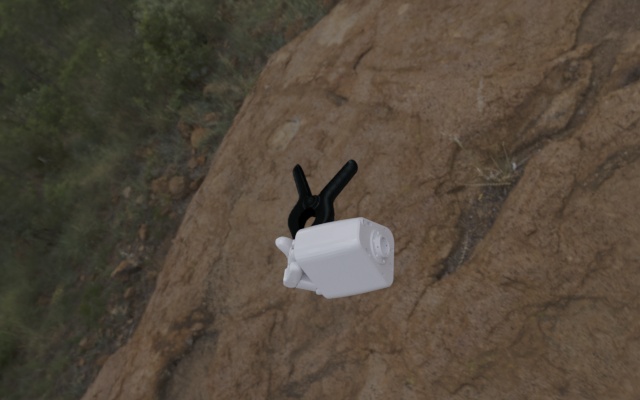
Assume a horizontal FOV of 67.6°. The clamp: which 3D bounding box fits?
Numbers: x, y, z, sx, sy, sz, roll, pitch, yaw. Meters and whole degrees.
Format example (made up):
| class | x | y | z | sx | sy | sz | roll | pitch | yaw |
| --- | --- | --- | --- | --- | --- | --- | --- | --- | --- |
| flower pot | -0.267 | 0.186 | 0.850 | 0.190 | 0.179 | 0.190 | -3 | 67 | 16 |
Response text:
| class | x | y | z | sx | sy | sz | roll | pitch | yaw |
| --- | --- | --- | --- | --- | --- | --- | --- | --- | --- |
| clamp | 0.000 | 0.002 | 0.769 | 0.120 | 0.171 | 0.039 | -14 | -35 | 30 |
